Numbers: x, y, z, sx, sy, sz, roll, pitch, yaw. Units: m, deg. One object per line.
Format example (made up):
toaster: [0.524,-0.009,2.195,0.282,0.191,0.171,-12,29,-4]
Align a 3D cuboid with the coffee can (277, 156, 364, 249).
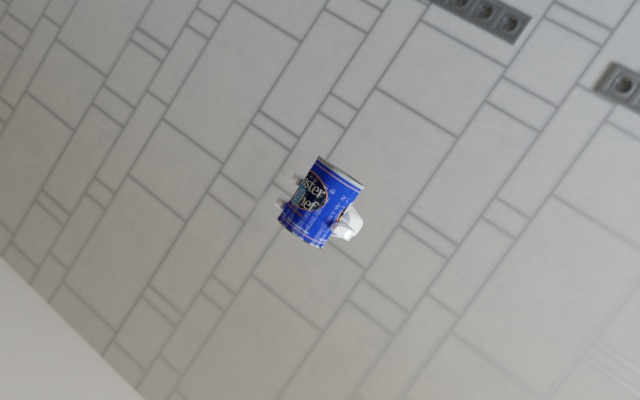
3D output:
coffee can: [0.000,0.003,0.888,0.103,0.140,0.103,34,7,-4]
